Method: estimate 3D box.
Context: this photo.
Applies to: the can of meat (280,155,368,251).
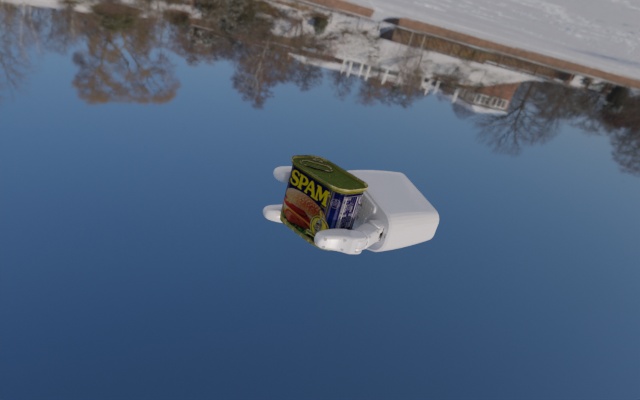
[{"bbox_3d":[0.000,0.002,0.584,0.057,0.084,0.102,-7,31,-43],"label":"can of meat"}]
